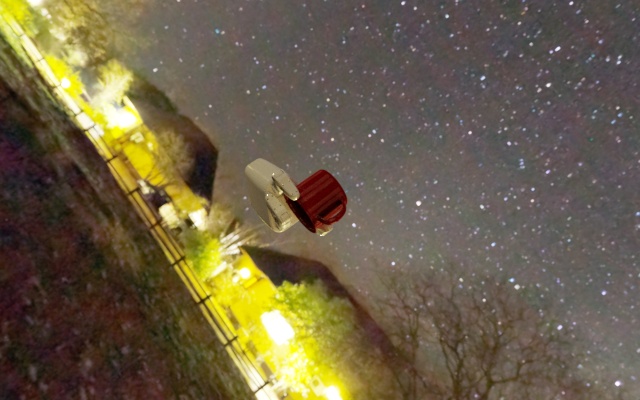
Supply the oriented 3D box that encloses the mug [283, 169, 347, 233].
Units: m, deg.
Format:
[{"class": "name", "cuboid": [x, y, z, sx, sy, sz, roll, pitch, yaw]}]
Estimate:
[{"class": "mug", "cuboid": [0.001, 0.003, 0.844, 0.081, 0.093, 0.117, -37, 40, -15]}]
